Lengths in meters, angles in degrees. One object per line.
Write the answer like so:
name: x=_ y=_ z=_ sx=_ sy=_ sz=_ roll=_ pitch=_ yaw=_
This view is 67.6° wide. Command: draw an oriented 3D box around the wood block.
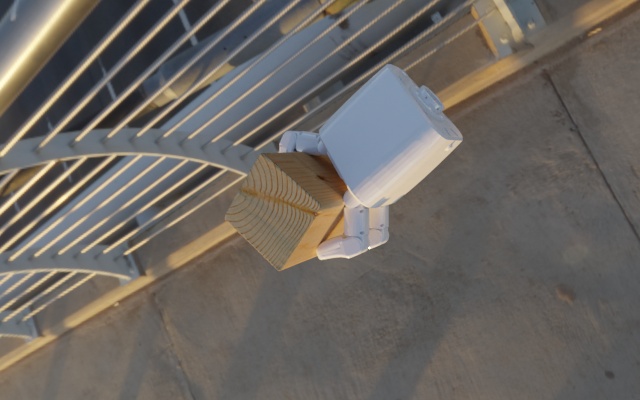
wood block: x=0.000 y=0.001 z=0.569 sx=0.091 sy=0.090 sz=0.206 roll=41 pitch=24 yaw=20
